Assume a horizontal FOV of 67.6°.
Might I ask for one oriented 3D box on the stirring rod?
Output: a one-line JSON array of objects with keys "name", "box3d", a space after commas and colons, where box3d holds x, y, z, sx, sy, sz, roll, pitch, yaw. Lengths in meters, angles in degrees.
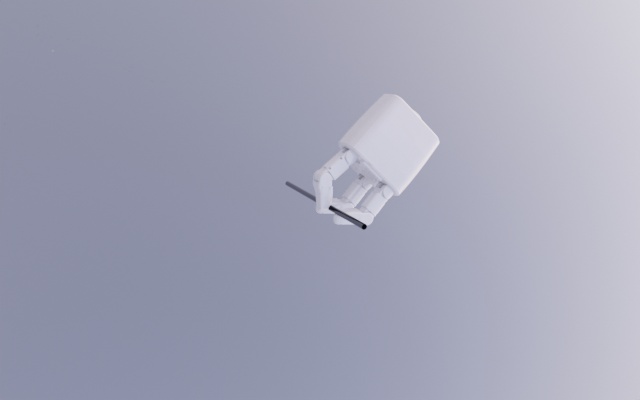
[{"name": "stirring rod", "box3d": [0.000, 0.002, 0.718, 0.011, 0.011, 0.239, 0, 15, -29]}]
